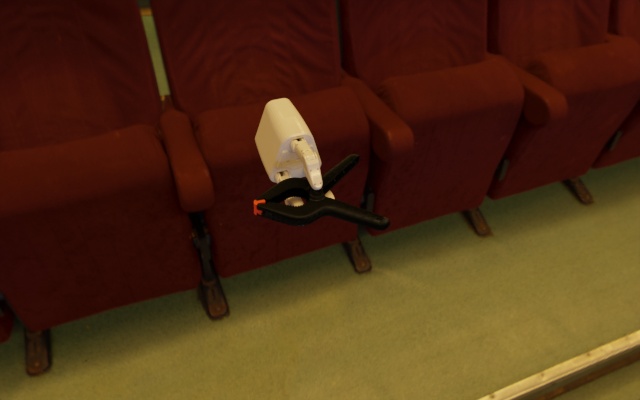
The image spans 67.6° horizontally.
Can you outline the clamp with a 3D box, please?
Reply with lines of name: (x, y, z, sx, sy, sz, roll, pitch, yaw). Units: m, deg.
clamp: (0.000, 0.002, 0.769, 0.210, 0.164, 0.036, -14, -40, -18)
